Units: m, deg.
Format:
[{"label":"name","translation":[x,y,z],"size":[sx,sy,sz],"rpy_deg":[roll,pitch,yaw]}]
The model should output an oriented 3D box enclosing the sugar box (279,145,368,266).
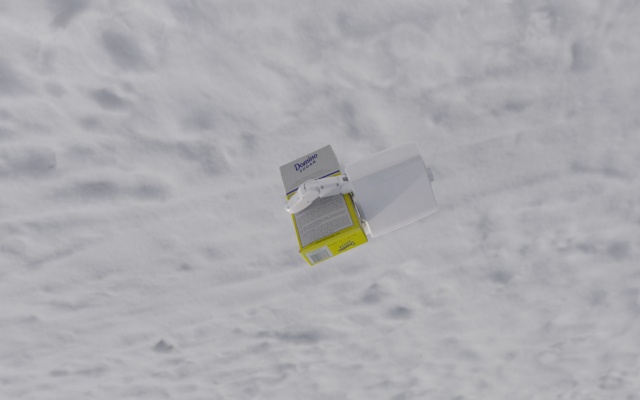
[{"label":"sugar box","translation":[0.000,0.003,0.713],"size":[0.093,0.176,0.048],"rpy_deg":[-23,-44,8]}]
